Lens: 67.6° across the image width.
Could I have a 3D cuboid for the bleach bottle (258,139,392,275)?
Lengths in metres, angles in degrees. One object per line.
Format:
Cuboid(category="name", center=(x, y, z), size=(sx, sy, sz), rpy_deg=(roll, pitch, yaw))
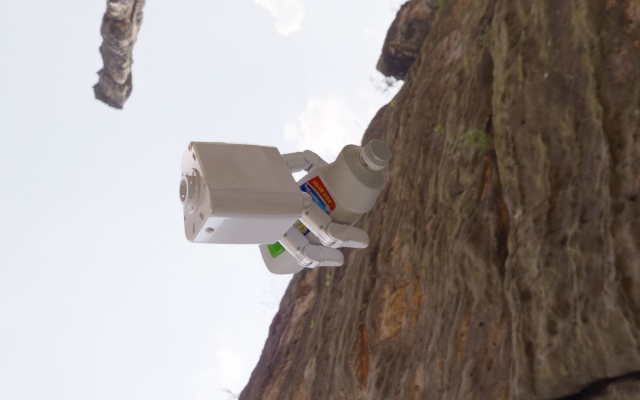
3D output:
Cuboid(category="bleach bottle", center=(0.000, 0.002, 0.597), size=(0.068, 0.102, 0.251), rpy_deg=(0, -30, -35))
